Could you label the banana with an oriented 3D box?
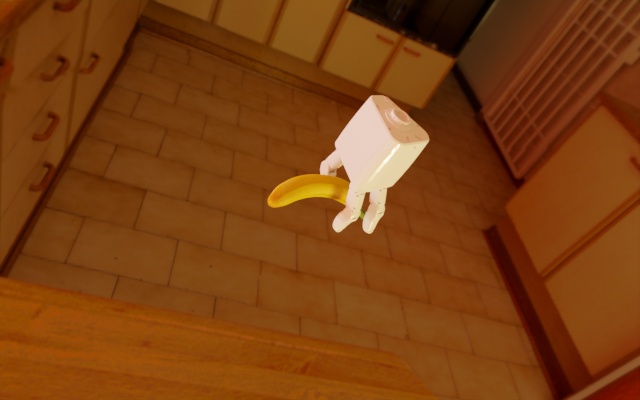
[{"bbox_3d":[-0.001,-0.013,0.789,0.198,0.069,0.037,8,-37,-34],"label":"banana"}]
